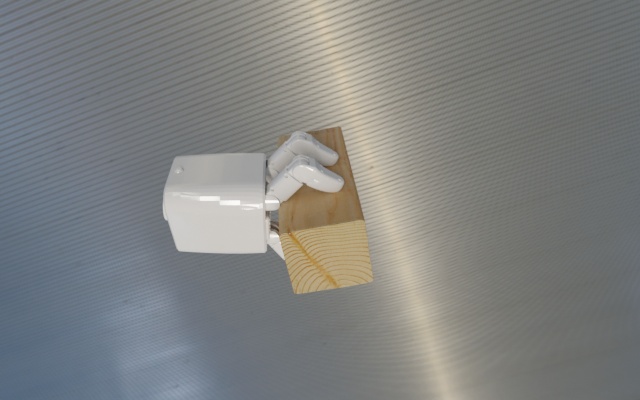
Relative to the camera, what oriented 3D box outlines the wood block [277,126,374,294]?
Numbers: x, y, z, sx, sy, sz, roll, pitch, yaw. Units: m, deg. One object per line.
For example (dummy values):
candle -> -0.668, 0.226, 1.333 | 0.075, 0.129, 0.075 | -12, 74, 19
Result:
wood block -> 0.000, 0.002, 0.579 | 0.090, 0.091, 0.206 | -10, 36, 2
